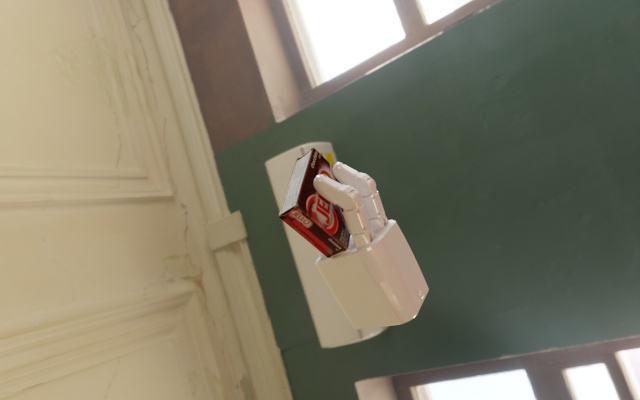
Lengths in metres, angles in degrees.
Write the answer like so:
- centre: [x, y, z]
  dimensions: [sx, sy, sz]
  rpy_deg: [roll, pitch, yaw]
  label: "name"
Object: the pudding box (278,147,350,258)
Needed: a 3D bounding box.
- centre: [0.000, 0.002, 0.602]
  dimensions: [0.039, 0.113, 0.090]
  rpy_deg: [-30, -59, 32]
  label: "pudding box"
